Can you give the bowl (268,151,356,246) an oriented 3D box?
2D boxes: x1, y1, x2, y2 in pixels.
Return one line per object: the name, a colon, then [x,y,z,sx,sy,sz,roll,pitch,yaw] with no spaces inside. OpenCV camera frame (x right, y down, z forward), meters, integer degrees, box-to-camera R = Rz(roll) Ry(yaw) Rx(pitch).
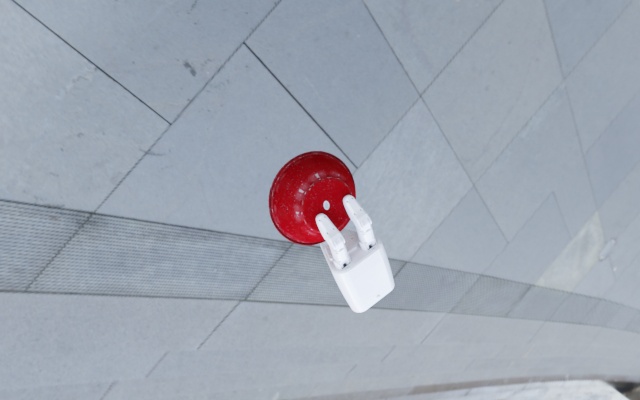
bowl: [0.000,0.002,0.775,0.162,0.162,0.055,0,12,-27]
